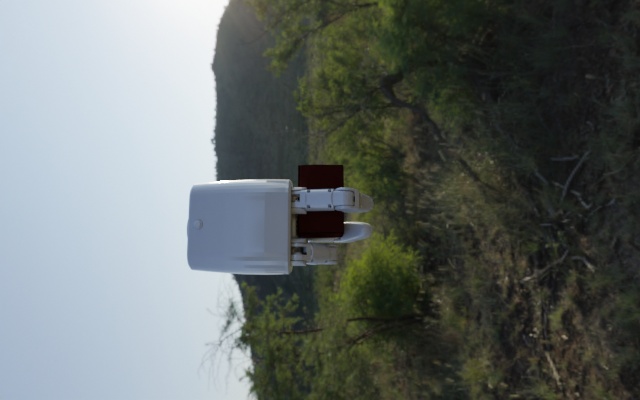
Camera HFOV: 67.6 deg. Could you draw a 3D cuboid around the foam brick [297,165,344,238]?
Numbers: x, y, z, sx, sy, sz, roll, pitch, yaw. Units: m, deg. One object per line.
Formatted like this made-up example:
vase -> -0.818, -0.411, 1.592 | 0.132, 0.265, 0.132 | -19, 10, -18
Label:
foam brick -> 0.000, 0.001, 0.537 | 0.051, 0.078, 0.053 | 0, -10, 0
